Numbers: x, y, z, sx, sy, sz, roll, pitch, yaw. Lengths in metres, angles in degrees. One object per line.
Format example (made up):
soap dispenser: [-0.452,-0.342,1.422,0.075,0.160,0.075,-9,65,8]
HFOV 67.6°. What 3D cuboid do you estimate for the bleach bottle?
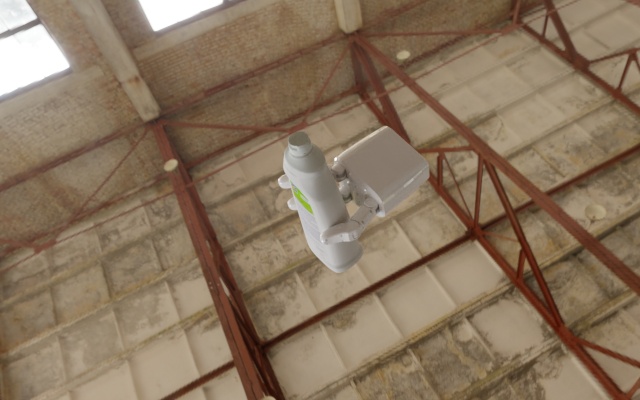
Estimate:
bleach bottle: [0.000,0.002,0.721,0.068,0.251,0.102,-37,51,-17]
